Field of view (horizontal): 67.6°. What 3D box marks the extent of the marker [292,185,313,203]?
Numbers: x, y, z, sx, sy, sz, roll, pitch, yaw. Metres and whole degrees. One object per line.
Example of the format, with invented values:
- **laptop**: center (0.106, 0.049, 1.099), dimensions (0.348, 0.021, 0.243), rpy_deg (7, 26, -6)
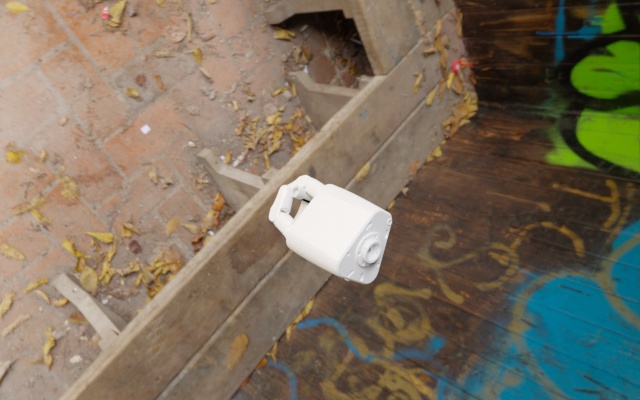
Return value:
- **marker**: center (0.000, 0.002, 0.766), dimensions (0.020, 0.020, 0.121), rpy_deg (0, -16, 42)
